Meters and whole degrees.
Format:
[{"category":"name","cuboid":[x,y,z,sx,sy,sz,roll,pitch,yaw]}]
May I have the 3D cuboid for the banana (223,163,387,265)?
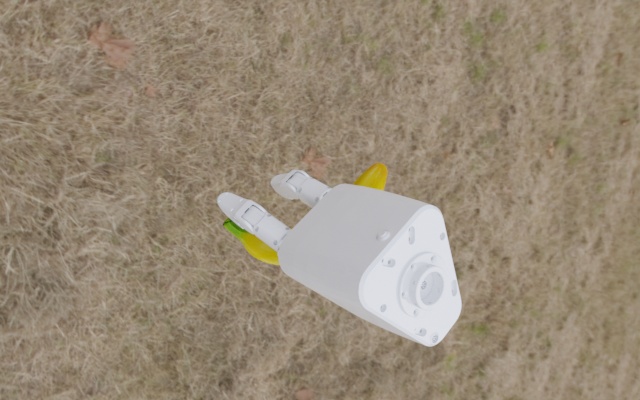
[{"category":"banana","cuboid":[0.001,0.020,0.499,0.198,0.070,0.037,-22,18,-29]}]
